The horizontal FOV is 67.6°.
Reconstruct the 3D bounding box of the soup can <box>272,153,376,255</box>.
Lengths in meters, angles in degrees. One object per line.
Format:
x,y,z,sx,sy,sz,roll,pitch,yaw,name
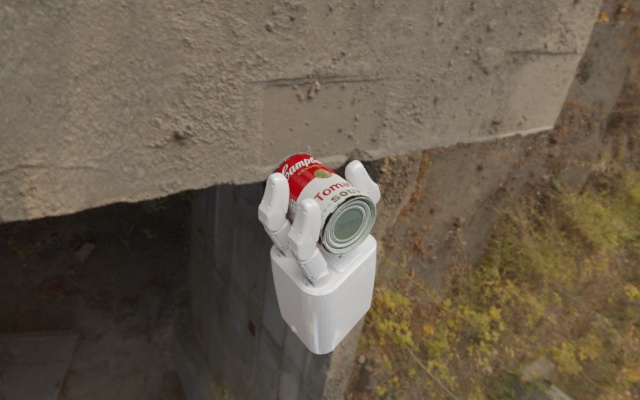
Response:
0.000,0.001,0.494,0.068,0.068,0.102,0,28,-41,soup can
